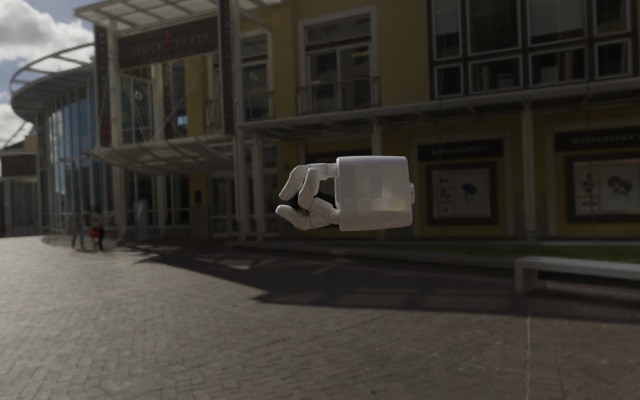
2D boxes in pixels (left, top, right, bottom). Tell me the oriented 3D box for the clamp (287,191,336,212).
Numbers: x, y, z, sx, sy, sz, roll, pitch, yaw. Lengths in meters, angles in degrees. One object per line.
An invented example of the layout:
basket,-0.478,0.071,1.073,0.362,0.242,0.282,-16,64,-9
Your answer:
clamp,0.000,0.002,0.801,0.120,0.039,0.171,-3,0,1
